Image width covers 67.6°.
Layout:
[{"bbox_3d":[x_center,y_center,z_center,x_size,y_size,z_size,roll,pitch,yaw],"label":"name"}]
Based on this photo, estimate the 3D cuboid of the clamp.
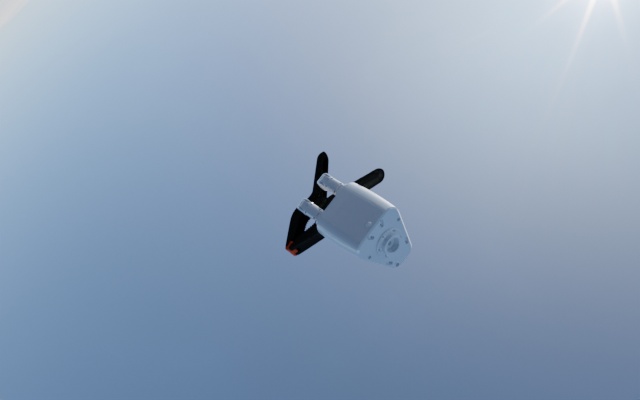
[{"bbox_3d":[0.000,0.004,0.862,0.164,0.210,0.036,32,-9,49],"label":"clamp"}]
